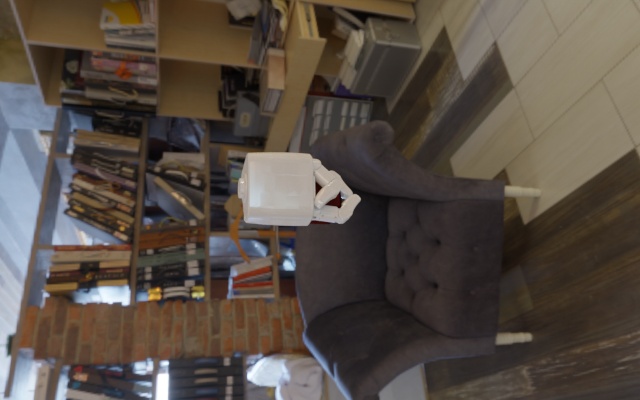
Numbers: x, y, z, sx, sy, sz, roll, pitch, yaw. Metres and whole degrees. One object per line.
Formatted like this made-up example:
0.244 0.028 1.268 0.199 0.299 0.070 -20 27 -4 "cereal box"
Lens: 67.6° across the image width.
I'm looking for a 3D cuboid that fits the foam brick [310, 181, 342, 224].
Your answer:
0.000 0.003 0.836 0.051 0.053 0.078 1 -27 -17 "foam brick"
